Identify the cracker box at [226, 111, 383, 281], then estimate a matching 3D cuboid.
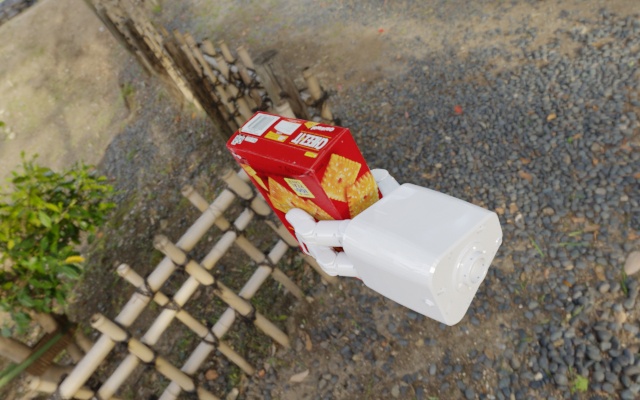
[{"bbox_3d":[0.000,0.002,0.580,0.164,0.072,0.214,20,-29,45],"label":"cracker box"}]
